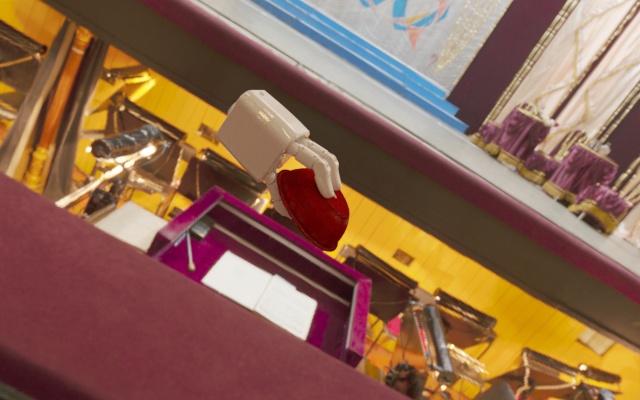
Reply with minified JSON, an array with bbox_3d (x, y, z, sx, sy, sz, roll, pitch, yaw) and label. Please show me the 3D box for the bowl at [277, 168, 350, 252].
[{"bbox_3d":[0.001,0.003,0.789,0.055,0.162,0.162,-33,-12,19],"label":"bowl"}]
